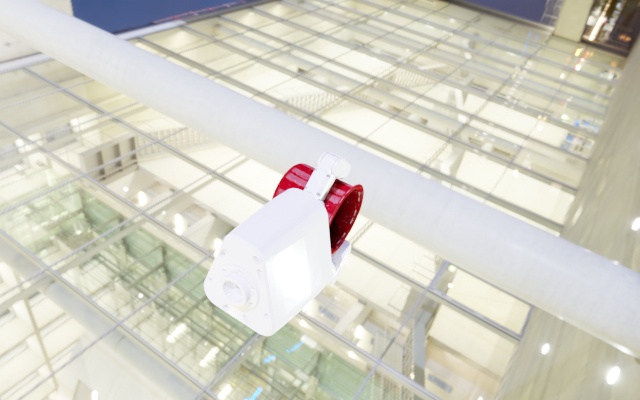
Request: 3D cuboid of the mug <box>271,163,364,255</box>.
[{"bbox_3d":[0.001,0.001,0.578,0.081,0.093,0.117,27,36,20],"label":"mug"}]
